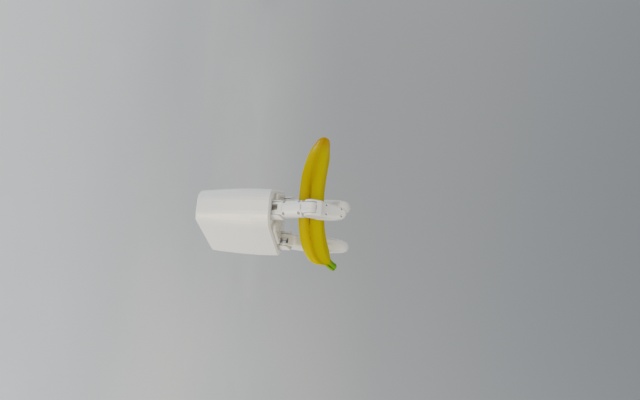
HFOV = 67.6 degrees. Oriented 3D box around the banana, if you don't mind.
[{"bbox_3d":[-0.007,0.006,0.683,0.037,0.198,0.069,-1,2,22],"label":"banana"}]
